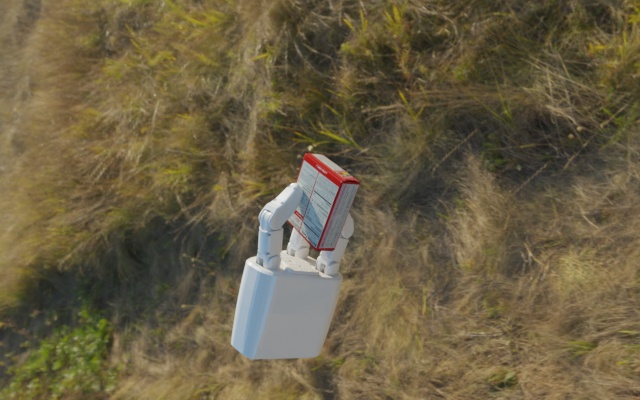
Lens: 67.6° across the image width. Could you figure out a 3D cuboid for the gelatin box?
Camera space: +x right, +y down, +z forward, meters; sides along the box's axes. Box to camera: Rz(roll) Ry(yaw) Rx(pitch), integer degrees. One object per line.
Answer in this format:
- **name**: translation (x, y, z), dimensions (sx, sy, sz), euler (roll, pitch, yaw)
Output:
- **gelatin box**: translation (0.000, 0.001, 0.537), dimensions (0.030, 0.089, 0.073), euler (1, 28, -38)
